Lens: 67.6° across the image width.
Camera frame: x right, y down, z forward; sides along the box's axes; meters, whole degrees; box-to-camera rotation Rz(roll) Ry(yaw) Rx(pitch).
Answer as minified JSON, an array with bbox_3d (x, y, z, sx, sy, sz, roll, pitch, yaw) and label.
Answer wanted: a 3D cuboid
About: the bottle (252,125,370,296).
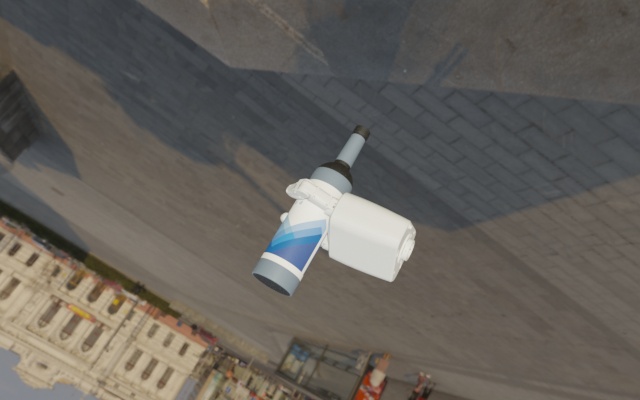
[{"bbox_3d":[0.000,0.003,0.736,0.069,0.295,0.069,26,-21,11],"label":"bottle"}]
